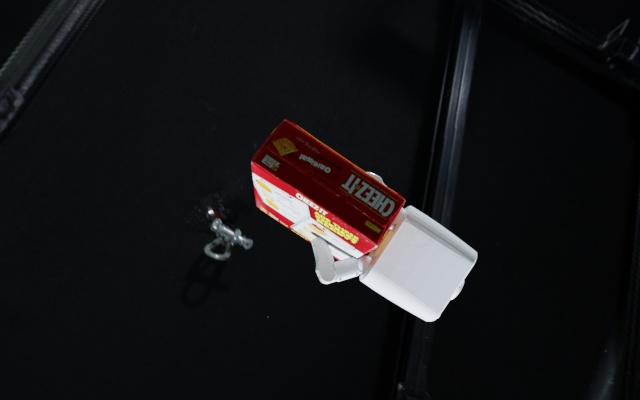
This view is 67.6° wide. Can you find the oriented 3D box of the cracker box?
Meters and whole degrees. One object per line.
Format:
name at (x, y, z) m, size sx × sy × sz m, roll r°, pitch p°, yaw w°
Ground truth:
cracker box at (0.000, 0.002, 0.610) m, size 0.164 × 0.072 × 0.214 m, roll 33°, pitch -15°, yaw 2°
